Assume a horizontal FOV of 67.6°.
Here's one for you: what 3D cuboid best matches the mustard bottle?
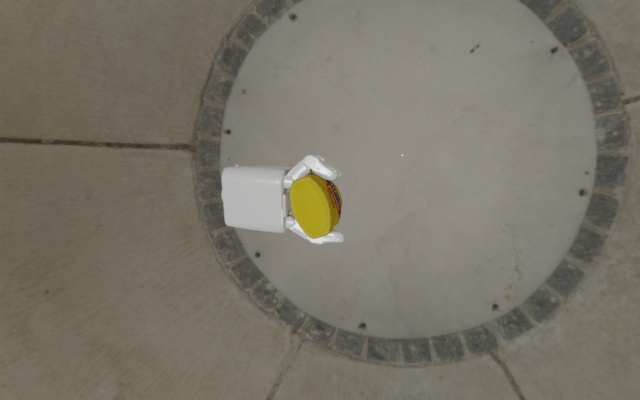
[{"bbox_3d":[0.000,0.003,0.807,0.058,0.096,0.191,-21,2,11],"label":"mustard bottle"}]
